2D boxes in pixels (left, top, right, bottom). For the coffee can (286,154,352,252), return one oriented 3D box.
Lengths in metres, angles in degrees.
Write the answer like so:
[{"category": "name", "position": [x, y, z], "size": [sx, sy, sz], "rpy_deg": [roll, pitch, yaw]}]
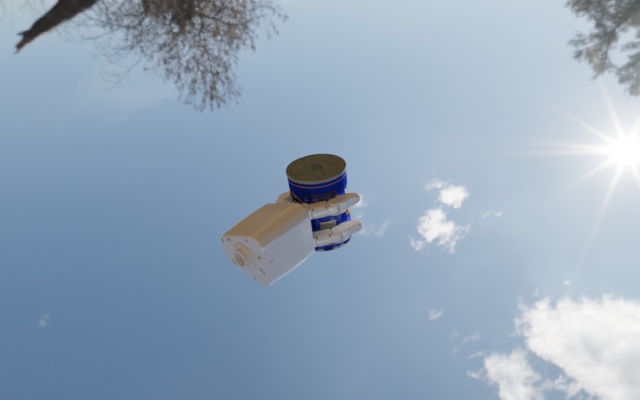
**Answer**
[{"category": "coffee can", "position": [0.000, 0.003, 0.835], "size": [0.103, 0.140, 0.102], "rpy_deg": [-6, 30, 3]}]
